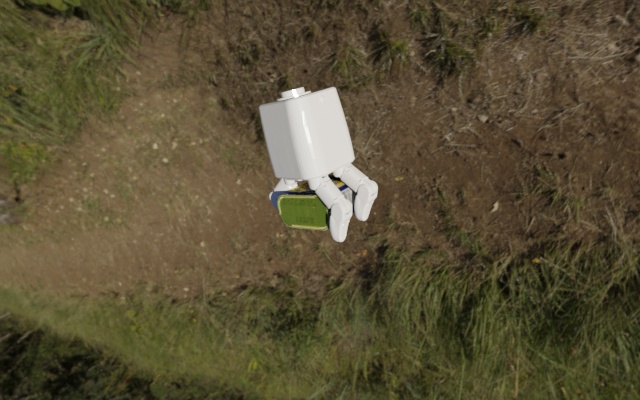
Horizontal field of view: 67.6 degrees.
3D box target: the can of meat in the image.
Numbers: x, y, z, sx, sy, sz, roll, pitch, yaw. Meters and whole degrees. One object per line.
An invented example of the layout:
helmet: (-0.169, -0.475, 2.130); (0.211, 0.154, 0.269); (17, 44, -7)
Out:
can of meat: (0.000, 0.002, 0.696); (0.102, 0.057, 0.084); (1, 21, 40)
